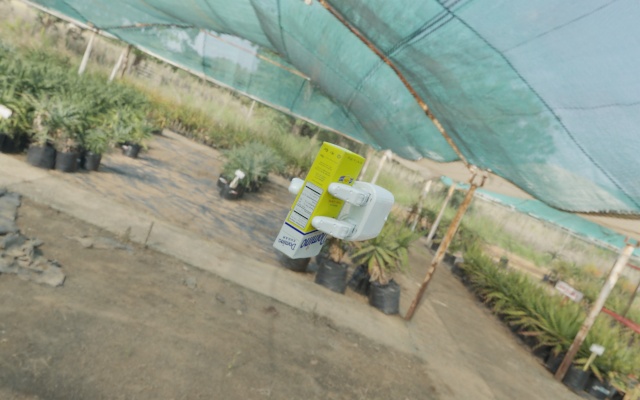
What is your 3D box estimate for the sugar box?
[{"bbox_3d":[0.001,0.003,0.727,0.048,0.176,0.093,27,9,23],"label":"sugar box"}]
